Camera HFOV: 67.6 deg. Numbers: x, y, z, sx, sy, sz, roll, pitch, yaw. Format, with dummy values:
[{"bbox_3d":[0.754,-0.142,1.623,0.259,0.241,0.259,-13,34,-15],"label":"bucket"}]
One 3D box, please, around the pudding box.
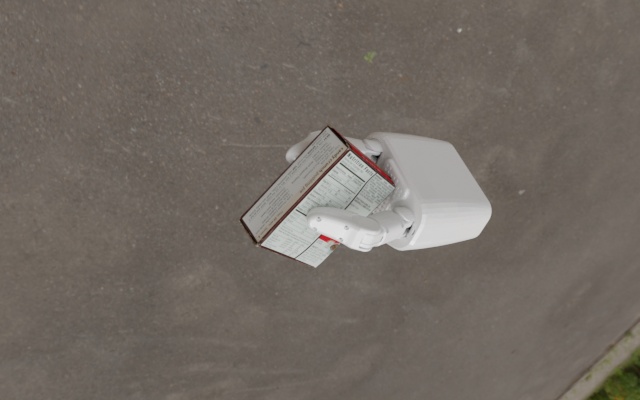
[{"bbox_3d":[0.000,0.001,0.414,0.090,0.113,0.039,32,14,-51],"label":"pudding box"}]
